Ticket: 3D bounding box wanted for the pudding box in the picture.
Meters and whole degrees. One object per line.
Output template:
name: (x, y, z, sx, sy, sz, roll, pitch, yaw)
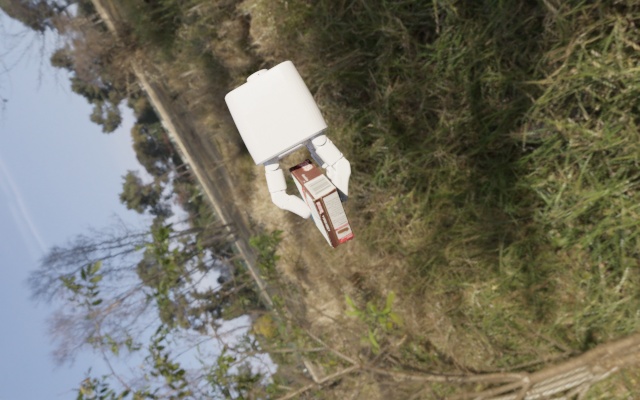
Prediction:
pudding box: (0.000, 0.002, 0.685, 0.039, 0.090, 0.113, -27, 33, -6)
